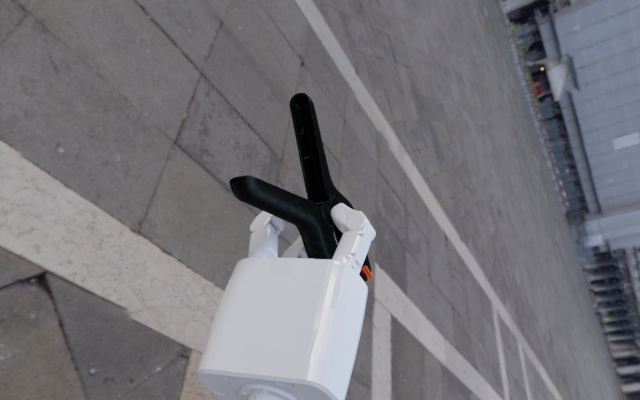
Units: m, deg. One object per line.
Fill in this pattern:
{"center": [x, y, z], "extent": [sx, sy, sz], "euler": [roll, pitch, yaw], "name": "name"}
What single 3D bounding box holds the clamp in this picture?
{"center": [0.001, 0.002, 0.494], "extent": [0.036, 0.164, 0.210], "euler": [-13, -51, 31], "name": "clamp"}
